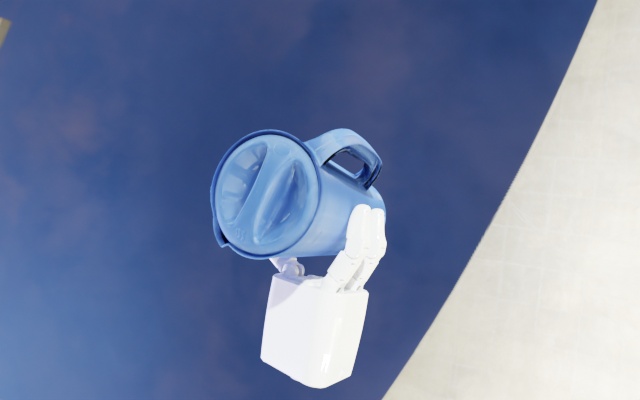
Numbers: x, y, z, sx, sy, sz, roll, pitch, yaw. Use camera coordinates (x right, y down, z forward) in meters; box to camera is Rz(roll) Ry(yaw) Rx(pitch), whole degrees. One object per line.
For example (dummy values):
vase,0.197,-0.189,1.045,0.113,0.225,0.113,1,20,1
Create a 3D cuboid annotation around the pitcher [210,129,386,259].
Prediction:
pitcher,0.000,0.002,0.580,0.149,0.145,0.243,7,-4,28
